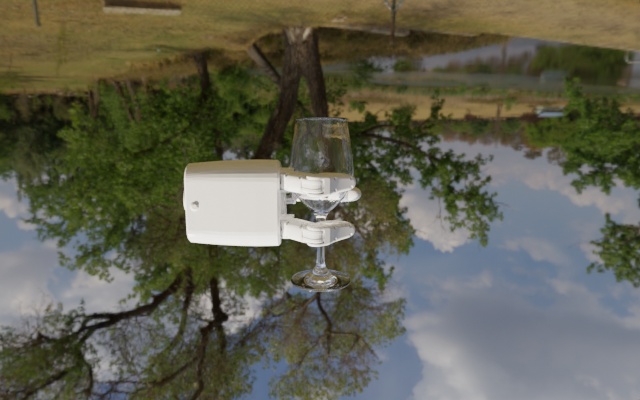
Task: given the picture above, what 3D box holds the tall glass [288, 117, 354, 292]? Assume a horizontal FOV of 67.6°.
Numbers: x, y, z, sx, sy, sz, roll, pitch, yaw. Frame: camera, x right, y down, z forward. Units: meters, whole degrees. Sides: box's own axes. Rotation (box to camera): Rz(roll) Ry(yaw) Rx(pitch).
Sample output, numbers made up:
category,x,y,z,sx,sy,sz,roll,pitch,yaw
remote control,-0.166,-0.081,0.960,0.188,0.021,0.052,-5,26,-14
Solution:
category,x,y,z,sx,sy,sz,roll,pitch,yaw
tall glass,0.000,0.003,0.574,0.079,0.201,0.079,0,11,0
